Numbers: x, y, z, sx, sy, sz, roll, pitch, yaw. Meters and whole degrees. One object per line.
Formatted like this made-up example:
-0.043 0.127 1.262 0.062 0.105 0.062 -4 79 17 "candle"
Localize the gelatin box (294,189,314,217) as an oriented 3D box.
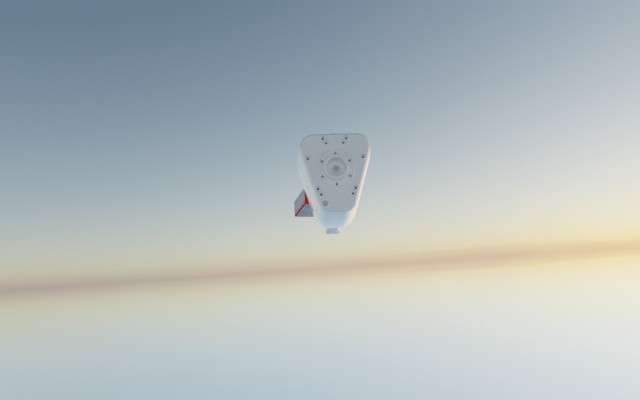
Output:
0.000 0.003 0.787 0.073 0.030 0.089 0 -17 -14 "gelatin box"
